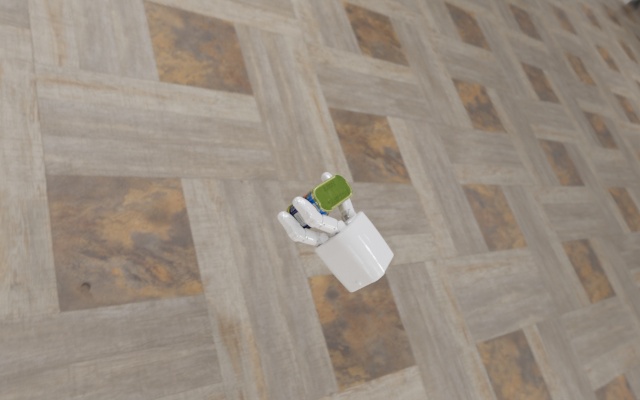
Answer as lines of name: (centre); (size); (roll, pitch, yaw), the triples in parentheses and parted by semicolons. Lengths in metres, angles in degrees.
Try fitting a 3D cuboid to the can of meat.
can of meat: (0.000, 0.003, 0.874); (0.102, 0.057, 0.084); (-34, -2, -45)
